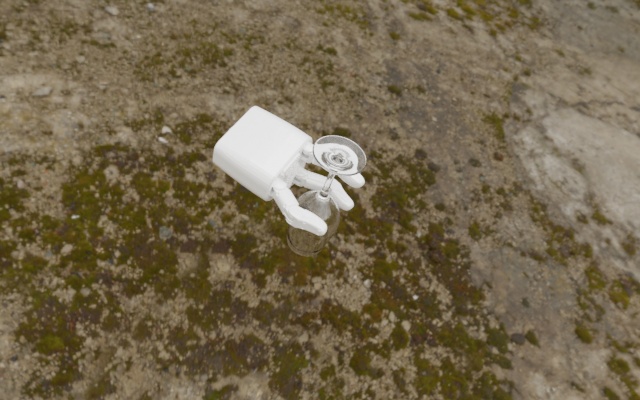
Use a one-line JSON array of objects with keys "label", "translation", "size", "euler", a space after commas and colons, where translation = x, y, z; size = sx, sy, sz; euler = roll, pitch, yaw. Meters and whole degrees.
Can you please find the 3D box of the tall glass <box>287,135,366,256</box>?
[{"label": "tall glass", "translation": [0.000, 0.002, 0.703], "size": [0.079, 0.079, 0.201], "euler": [0, -40, -19]}]
